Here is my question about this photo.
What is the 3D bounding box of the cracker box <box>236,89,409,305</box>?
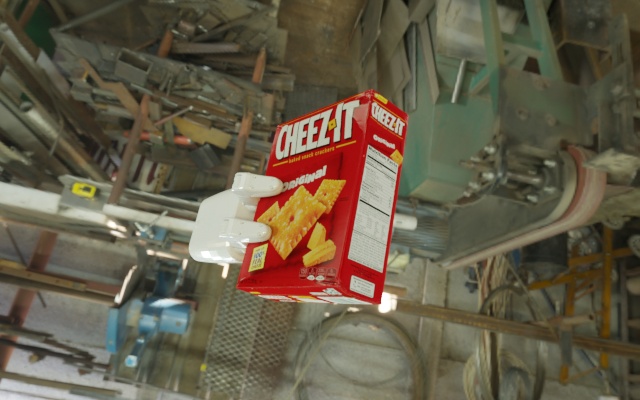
[{"bbox_3d":[0.000,0.002,0.528,0.072,0.213,0.164,27,-25,-38],"label":"cracker box"}]
